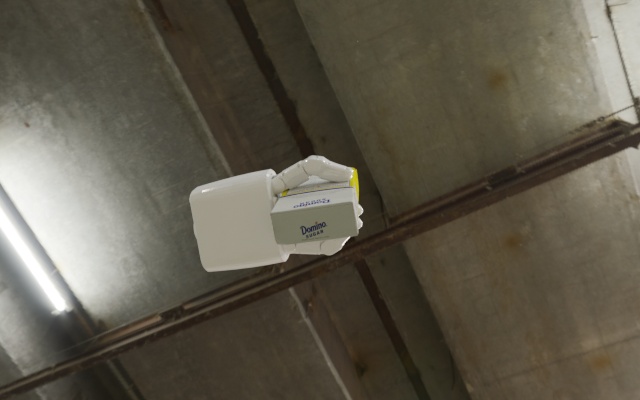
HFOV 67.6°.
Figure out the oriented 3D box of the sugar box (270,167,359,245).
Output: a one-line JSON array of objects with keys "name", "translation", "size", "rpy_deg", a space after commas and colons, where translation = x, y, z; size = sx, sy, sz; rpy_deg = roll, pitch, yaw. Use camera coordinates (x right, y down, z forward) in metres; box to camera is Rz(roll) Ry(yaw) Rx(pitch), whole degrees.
[{"name": "sugar box", "translation": [0.000, 0.002, 0.591], "size": [0.093, 0.048, 0.176], "rpy_deg": [-8, 18, 8]}]
